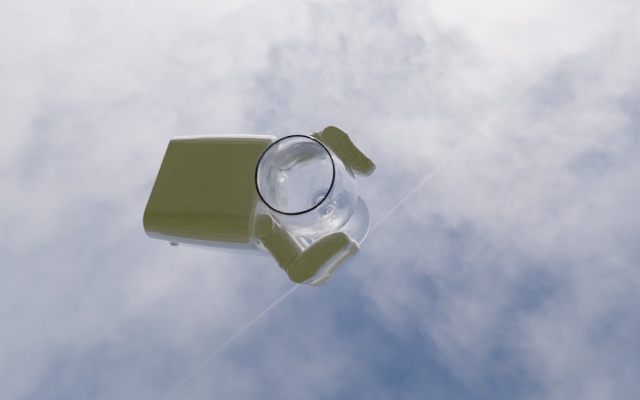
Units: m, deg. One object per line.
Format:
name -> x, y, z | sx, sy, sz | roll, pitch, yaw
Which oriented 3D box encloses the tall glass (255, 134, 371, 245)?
tall glass -> 0.000, 0.002, 0.446 | 0.079, 0.079, 0.201 | 0, -12, 11
